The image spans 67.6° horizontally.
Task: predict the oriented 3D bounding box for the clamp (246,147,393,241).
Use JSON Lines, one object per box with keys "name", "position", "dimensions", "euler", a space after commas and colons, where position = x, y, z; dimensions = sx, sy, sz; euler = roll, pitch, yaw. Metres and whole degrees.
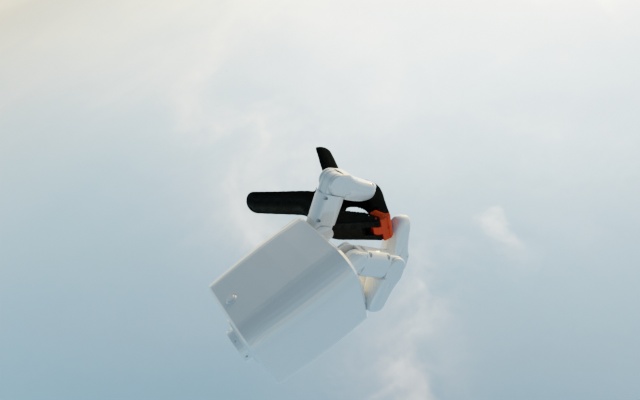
{"name": "clamp", "position": [0.000, 0.002, 0.502], "dimensions": [0.120, 0.039, 0.171], "euler": [-36, 38, -14]}
